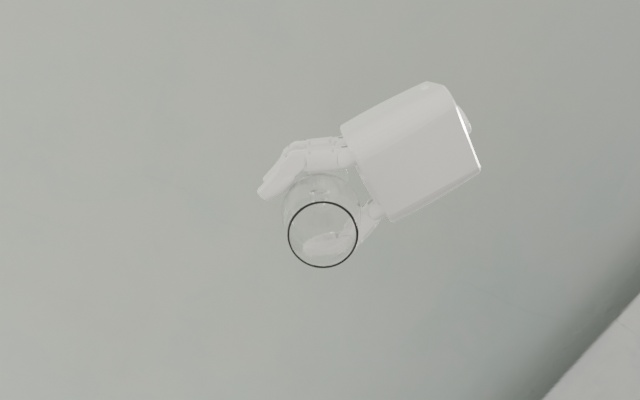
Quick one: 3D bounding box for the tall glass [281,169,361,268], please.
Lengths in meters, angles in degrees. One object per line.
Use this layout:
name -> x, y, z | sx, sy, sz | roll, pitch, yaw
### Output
tall glass -> 0.000, 0.002, 0.505 | 0.079, 0.079, 0.201 | 0, 17, -1
